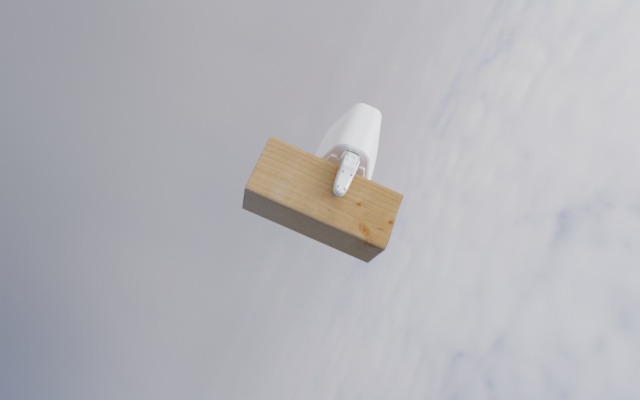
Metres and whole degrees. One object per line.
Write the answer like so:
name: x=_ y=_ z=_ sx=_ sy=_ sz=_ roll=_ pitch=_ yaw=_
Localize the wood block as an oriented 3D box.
wood block: x=0.000 y=0.002 z=0.691 sx=0.206 sy=0.090 sz=0.091 roll=23 pitch=-23 yaw=-2
